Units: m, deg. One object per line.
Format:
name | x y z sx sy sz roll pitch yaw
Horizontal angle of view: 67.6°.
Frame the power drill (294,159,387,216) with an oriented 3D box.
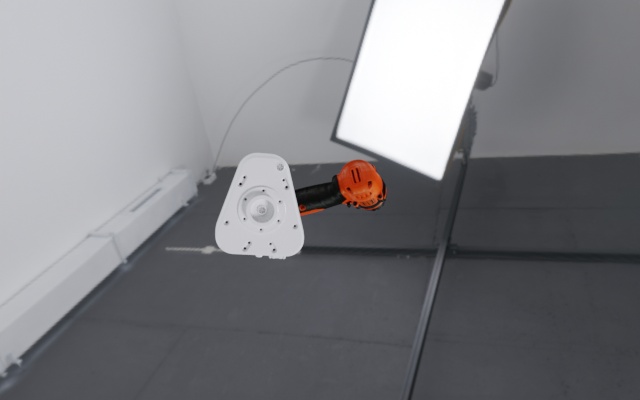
power drill | 0.000 0.002 0.674 0.187 0.057 0.184 -18 -15 10
